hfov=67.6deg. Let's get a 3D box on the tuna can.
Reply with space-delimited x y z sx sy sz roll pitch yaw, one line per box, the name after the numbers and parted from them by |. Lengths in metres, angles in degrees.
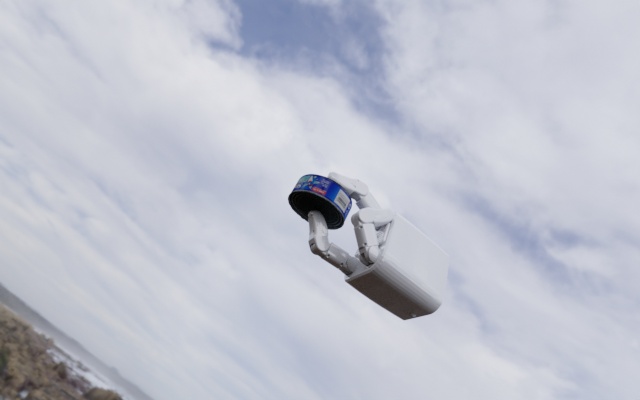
0.000 0.002 0.663 0.086 0.033 0.086 22 -29 13 | tuna can
